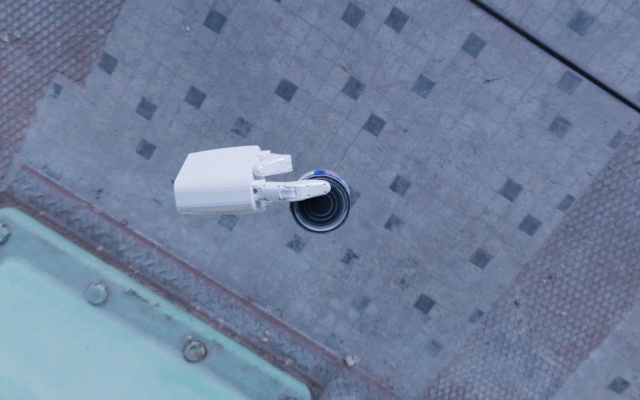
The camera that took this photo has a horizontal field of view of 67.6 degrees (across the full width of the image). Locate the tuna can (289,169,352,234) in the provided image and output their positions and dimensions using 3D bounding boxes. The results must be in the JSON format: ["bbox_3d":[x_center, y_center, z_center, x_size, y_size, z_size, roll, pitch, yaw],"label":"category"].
[{"bbox_3d":[0.000,0.002,0.655,0.086,0.086,0.033,0,13,-1],"label":"tuna can"}]
